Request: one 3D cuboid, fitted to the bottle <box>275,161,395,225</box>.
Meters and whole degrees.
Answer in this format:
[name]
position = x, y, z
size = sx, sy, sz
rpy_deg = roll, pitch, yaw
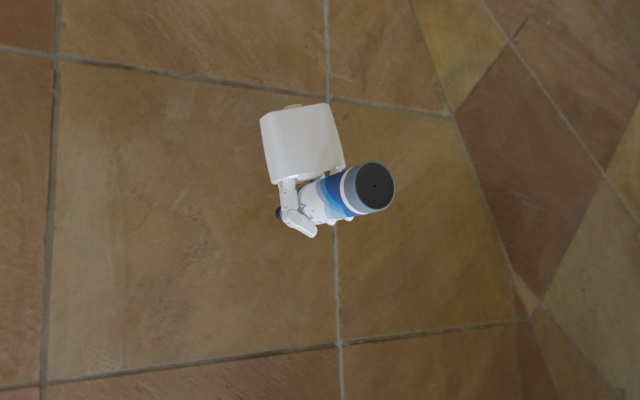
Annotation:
[bottle]
position = 0.000, 0.003, 0.747
size = 0.069, 0.069, 0.296
rpy_deg = 0, -8, -29
